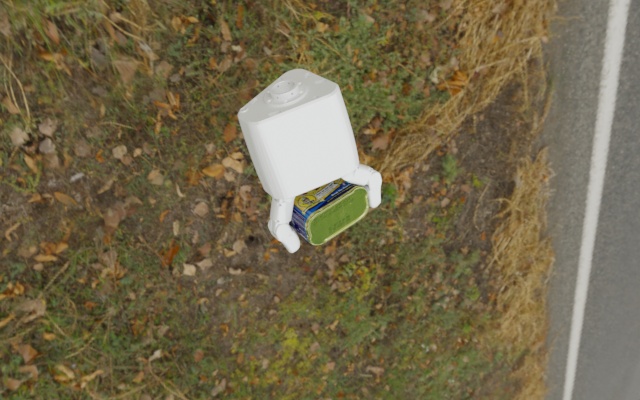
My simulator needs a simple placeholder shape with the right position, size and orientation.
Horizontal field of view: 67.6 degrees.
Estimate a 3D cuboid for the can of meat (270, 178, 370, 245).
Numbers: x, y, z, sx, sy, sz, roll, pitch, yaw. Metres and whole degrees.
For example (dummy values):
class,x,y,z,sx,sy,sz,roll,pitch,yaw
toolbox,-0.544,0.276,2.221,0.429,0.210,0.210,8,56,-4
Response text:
class,x,y,z,sx,sy,sz,roll,pitch,yaw
can of meat,0.000,0.002,0.618,0.102,0.057,0.084,-32,42,-21
